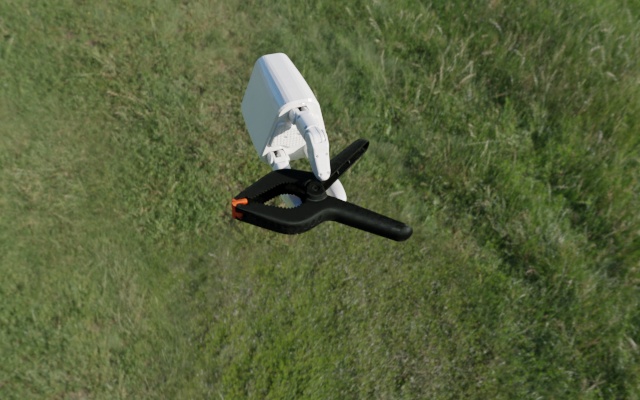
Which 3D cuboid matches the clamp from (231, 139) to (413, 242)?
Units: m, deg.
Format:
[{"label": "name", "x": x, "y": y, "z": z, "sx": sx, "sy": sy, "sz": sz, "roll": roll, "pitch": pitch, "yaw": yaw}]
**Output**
[{"label": "clamp", "x": 0.000, "y": 0.001, "z": 0.581, "sx": 0.210, "sy": 0.164, "sz": 0.036, "roll": -14, "pitch": -36, "yaw": -20}]
